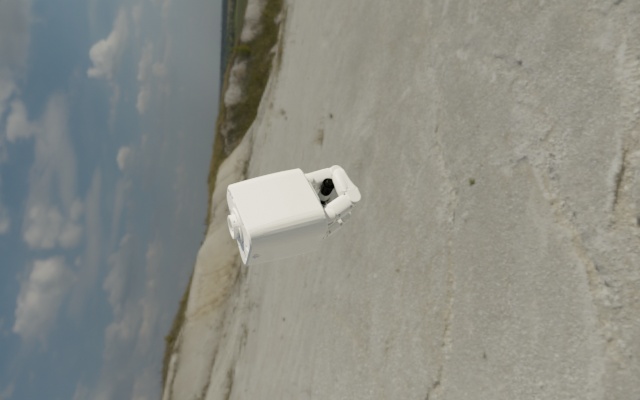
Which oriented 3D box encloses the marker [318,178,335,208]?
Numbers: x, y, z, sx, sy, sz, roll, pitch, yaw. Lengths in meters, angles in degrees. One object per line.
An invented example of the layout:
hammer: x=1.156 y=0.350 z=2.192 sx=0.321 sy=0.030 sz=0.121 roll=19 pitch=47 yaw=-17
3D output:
marker: x=0.000 y=0.002 z=0.715 sx=0.020 sy=0.020 sz=0.121 roll=0 pitch=-28 yaw=-14
